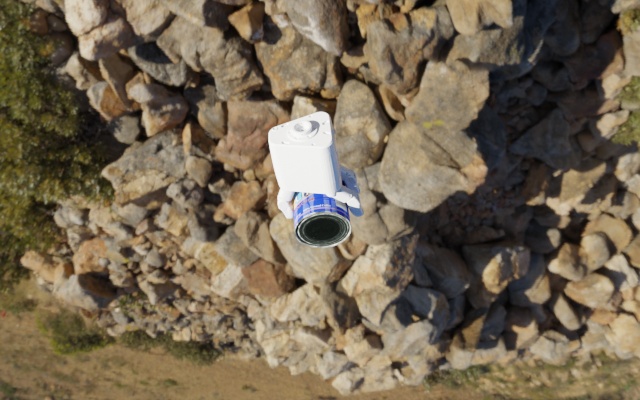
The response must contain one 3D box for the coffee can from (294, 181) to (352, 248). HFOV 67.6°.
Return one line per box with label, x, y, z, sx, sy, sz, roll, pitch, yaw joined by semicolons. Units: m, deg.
coffee can;0.000;0.003;0.895;0.103;0.140;0.103;-3;-42;-3
